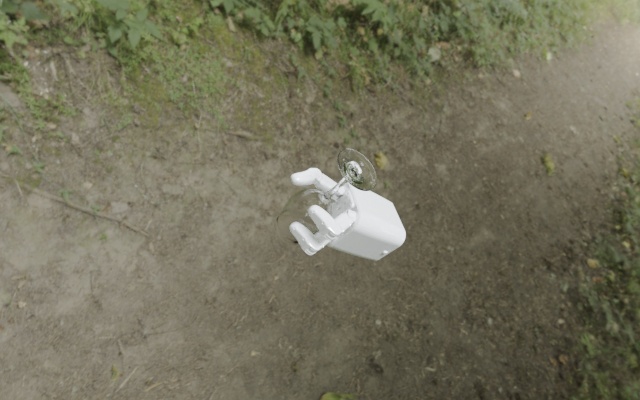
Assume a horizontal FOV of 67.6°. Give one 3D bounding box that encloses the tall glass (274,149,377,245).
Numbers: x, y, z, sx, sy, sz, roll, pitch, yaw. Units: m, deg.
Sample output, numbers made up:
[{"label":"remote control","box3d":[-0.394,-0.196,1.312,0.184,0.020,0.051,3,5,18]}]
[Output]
[{"label":"tall glass","box3d":[0.000,0.002,0.779,0.079,0.079,0.201,0,-29,-40]}]
